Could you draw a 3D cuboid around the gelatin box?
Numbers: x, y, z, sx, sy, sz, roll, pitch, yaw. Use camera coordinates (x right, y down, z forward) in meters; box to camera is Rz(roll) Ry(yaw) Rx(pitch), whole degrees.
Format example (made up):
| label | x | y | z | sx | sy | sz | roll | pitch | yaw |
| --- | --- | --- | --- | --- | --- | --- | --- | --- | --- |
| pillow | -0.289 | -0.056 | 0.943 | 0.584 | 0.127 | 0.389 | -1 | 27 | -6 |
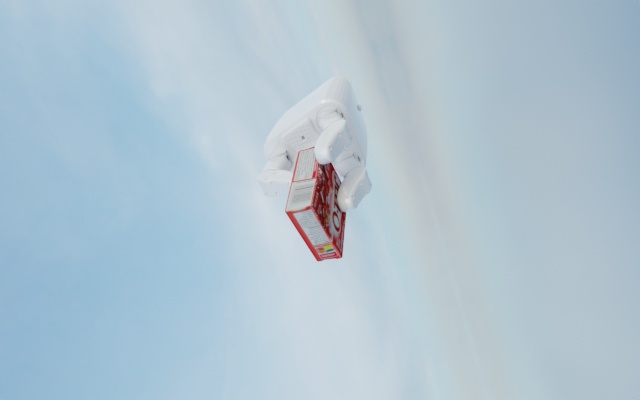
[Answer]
| label | x | y | z | sx | sy | sz | roll | pitch | yaw |
| --- | --- | --- | --- | --- | --- | --- | --- | --- | --- |
| gelatin box | 0.000 | 0.002 | 0.460 | 0.030 | 0.089 | 0.073 | -12 | -49 | 20 |
